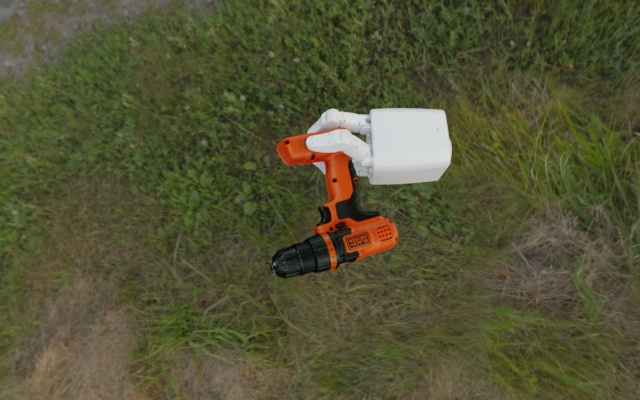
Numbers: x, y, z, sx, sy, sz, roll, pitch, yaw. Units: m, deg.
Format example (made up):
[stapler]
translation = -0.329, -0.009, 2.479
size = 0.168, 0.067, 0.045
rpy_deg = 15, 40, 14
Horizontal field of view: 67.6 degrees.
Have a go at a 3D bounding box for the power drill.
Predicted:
[power drill]
translation = 0.000, 0.002, 0.660
size = 0.184, 0.187, 0.057
rpy_deg = -14, -7, -21
